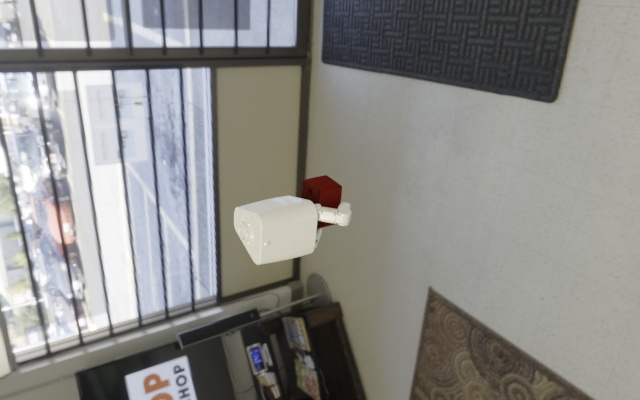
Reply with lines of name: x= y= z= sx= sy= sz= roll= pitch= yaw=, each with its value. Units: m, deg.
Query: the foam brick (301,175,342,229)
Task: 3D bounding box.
foam brick: x=0.000 y=0.002 z=0.849 sx=0.051 sy=0.078 sz=0.053 roll=-11 pitch=29 yaw=-32
